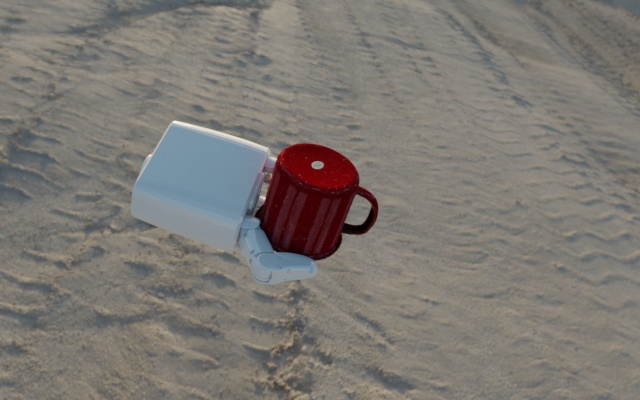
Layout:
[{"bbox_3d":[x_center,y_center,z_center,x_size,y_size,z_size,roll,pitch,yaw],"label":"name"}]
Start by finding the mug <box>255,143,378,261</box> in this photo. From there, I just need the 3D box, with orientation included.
[{"bbox_3d":[0.002,0.002,0.468,0.117,0.081,0.093,17,37,-5],"label":"mug"}]
